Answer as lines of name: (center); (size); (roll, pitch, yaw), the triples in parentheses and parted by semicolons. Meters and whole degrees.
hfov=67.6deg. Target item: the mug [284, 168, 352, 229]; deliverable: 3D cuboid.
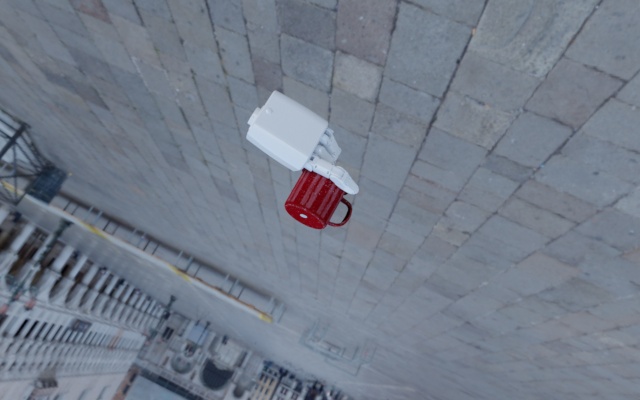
mug: (0.001, 0.004, 0.827); (0.117, 0.081, 0.093); (33, -21, -9)
